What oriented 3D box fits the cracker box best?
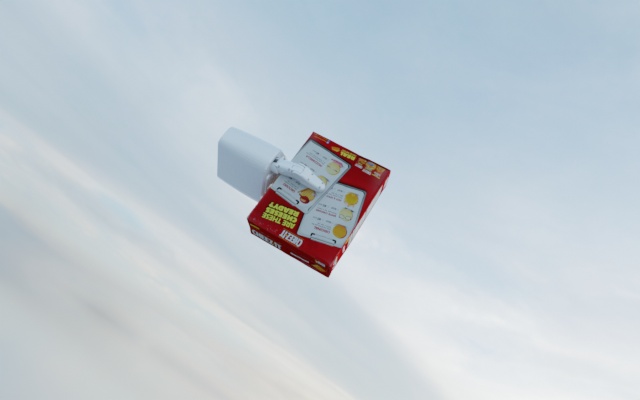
[{"bbox_3d":[0.000,0.003,0.838,0.164,0.213,0.072,28,-25,13],"label":"cracker box"}]
